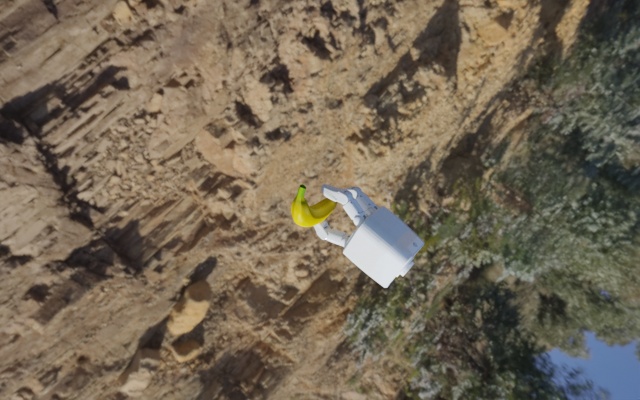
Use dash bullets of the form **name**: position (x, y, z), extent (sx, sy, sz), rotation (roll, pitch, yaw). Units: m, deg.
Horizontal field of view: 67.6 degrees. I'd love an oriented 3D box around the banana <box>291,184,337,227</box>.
- **banana**: position (-0.012, 0.017, 0.868), extent (0.037, 0.069, 0.198), rotation (39, 6, 15)
